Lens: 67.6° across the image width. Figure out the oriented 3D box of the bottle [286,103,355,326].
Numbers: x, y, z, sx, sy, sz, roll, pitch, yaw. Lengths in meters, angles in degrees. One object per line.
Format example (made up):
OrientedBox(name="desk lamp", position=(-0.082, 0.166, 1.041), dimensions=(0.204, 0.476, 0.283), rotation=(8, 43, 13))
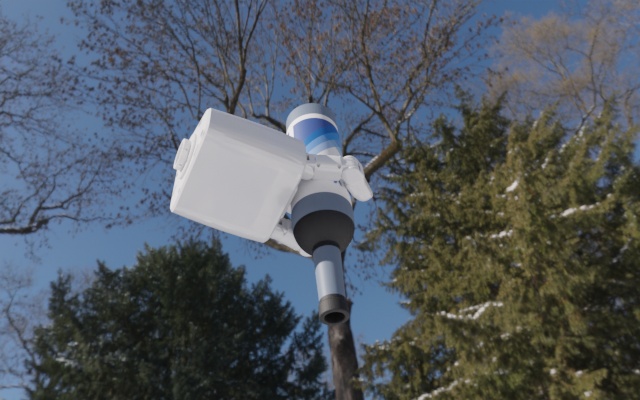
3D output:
OrientedBox(name="bottle", position=(0.000, 0.002, 0.529), dimensions=(0.069, 0.069, 0.295), rotation=(-3, 45, -3))
